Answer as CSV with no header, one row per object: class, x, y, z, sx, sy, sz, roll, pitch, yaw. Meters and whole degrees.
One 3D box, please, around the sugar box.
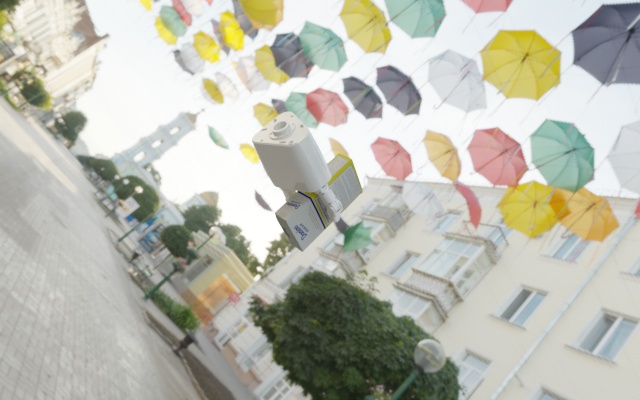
sugar box,0.000,0.003,0.897,0.176,0.093,0.048,-41,45,-18
